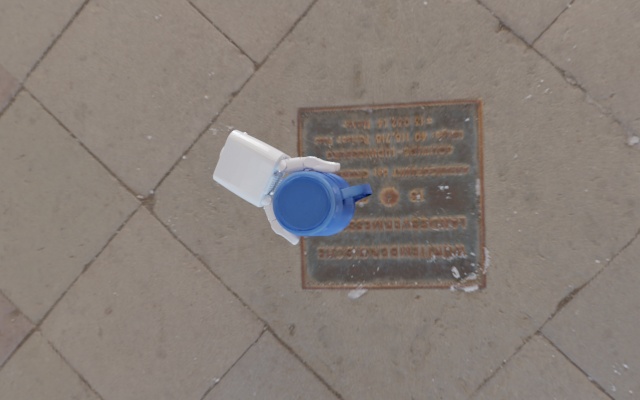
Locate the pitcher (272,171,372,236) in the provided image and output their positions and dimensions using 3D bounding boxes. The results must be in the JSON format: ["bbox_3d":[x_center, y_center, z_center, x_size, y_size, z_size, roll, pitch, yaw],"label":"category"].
[{"bbox_3d":[0.000,0.003,0.897,0.145,0.149,0.243,30,4,8],"label":"pitcher"}]
